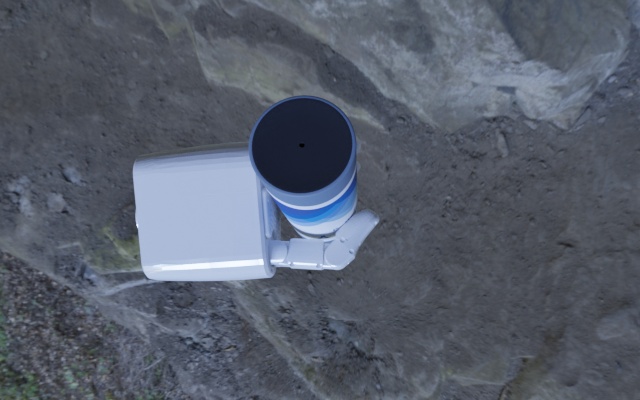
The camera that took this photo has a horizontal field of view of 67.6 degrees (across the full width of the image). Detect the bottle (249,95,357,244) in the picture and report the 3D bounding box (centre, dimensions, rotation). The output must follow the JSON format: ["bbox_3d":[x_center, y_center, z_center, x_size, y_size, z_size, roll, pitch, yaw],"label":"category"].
[{"bbox_3d":[0.000,0.001,0.433,0.069,0.069,0.296,0,-14,5],"label":"bottle"}]
